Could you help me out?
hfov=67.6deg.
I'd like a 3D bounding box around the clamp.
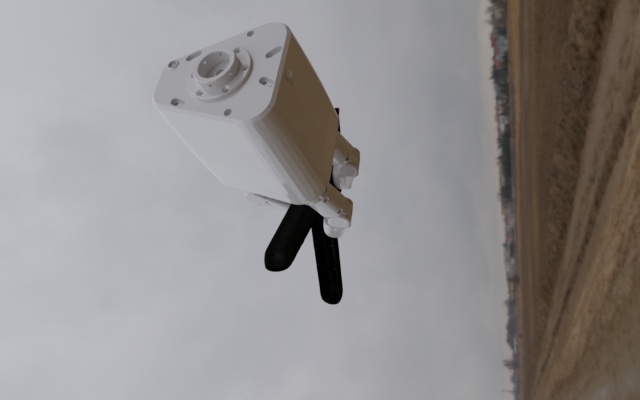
[{"bbox_3d":[-0.001,0.001,0.502,0.036,0.210,0.165,-1,-29,19],"label":"clamp"}]
